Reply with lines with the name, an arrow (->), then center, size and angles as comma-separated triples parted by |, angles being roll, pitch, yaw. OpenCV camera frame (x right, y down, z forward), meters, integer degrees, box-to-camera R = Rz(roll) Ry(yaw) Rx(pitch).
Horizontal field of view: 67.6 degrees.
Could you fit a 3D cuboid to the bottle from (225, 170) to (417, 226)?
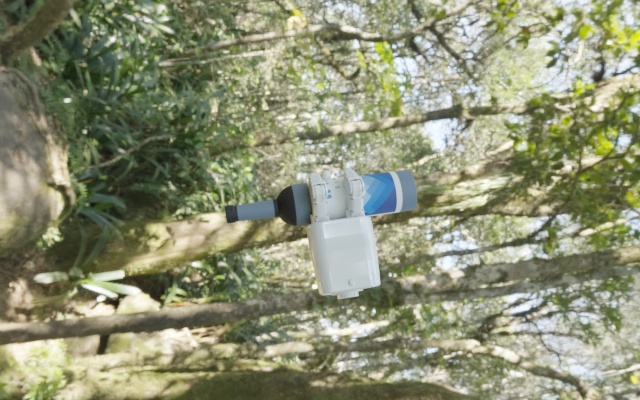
bottle -> 0.000, 0.002, 0.751 | 0.296, 0.069, 0.069 | -8, 1, -8
